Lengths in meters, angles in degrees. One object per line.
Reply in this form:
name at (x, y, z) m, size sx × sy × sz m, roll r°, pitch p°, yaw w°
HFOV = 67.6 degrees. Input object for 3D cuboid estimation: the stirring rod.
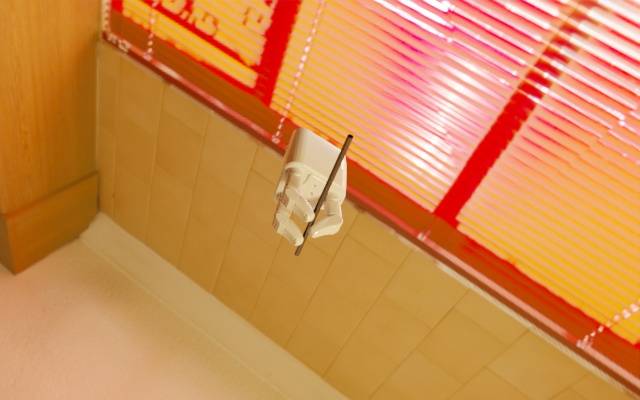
stirring rod at (0.000, 0.002, 0.675) m, size 0.011 × 0.011 × 0.240 m, roll 0°, pitch -43°, yaw -25°
